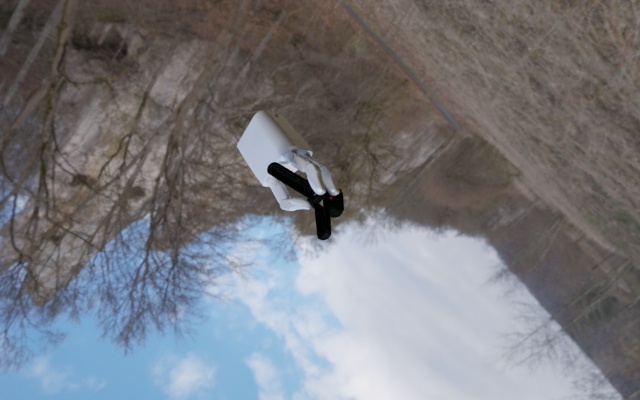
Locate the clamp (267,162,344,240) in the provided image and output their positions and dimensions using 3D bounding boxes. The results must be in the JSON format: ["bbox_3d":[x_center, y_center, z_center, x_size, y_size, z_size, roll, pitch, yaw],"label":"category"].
[{"bbox_3d":[0.000,0.003,0.891,0.036,0.164,0.210,-41,-19,20],"label":"clamp"}]
